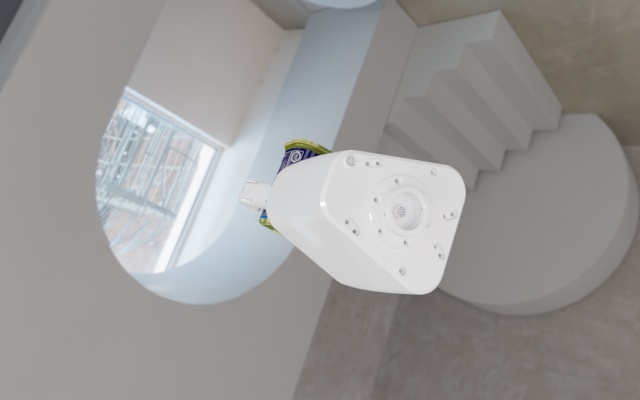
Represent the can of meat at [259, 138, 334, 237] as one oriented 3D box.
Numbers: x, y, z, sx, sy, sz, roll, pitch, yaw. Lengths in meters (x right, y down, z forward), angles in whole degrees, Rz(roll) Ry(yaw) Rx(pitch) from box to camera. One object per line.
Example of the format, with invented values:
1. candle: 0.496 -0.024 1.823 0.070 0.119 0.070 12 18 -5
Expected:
1. can of meat: 0.000 0.002 0.460 0.102 0.084 0.057 25 -13 -24
